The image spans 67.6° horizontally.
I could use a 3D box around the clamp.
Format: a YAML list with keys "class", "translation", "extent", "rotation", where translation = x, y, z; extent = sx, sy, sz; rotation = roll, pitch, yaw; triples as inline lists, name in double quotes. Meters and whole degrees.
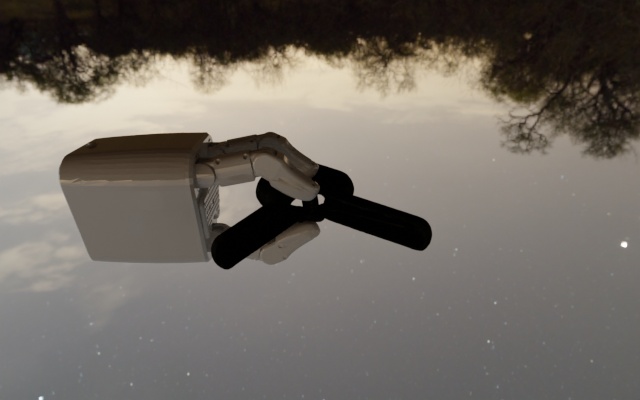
- class: "clamp"
  translation: [0.000, 0.002, 0.434]
  extent: [0.164, 0.036, 0.210]
  rotation: [-1, 21, -2]
